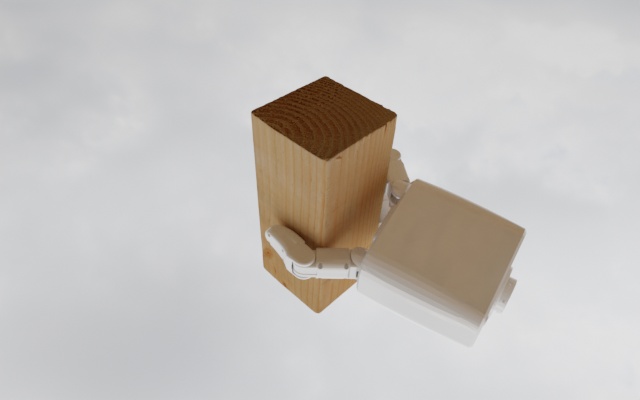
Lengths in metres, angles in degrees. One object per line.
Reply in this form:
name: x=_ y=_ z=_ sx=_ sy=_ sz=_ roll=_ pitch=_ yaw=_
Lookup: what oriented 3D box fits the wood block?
wood block: x=0.000 y=0.002 z=0.463 sx=0.090 sy=0.206 sz=0.090 roll=36 pitch=53 yaw=29
